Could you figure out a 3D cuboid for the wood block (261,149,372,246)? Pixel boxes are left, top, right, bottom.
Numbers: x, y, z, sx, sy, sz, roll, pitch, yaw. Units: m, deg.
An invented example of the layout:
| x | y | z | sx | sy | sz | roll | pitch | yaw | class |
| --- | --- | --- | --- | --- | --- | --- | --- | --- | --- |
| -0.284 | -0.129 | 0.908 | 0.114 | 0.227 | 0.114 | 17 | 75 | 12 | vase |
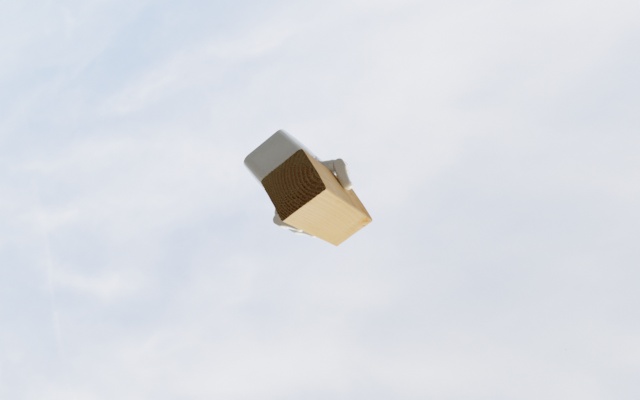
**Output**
| x | y | z | sx | sy | sz | roll | pitch | yaw | class |
| --- | --- | --- | --- | --- | --- | --- | --- | --- | --- |
| 0.000 | 0.002 | 0.836 | 0.091 | 0.090 | 0.206 | -38 | -29 | 12 | wood block |
